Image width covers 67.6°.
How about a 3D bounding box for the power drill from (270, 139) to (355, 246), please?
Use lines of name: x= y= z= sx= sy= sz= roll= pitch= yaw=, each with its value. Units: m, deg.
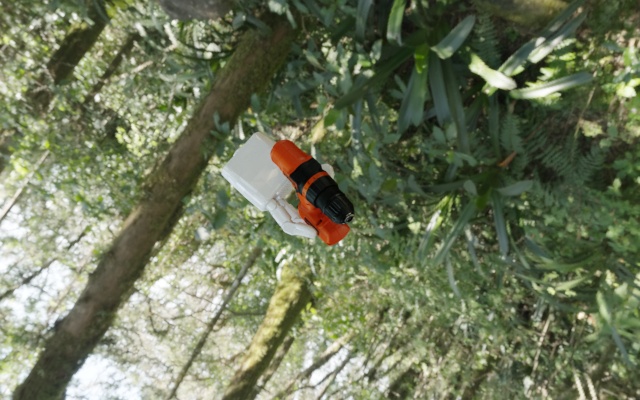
power drill: x=0.000 y=0.003 z=0.793 sx=0.057 sy=0.184 sz=0.188 roll=-36 pitch=-30 yaw=-11
